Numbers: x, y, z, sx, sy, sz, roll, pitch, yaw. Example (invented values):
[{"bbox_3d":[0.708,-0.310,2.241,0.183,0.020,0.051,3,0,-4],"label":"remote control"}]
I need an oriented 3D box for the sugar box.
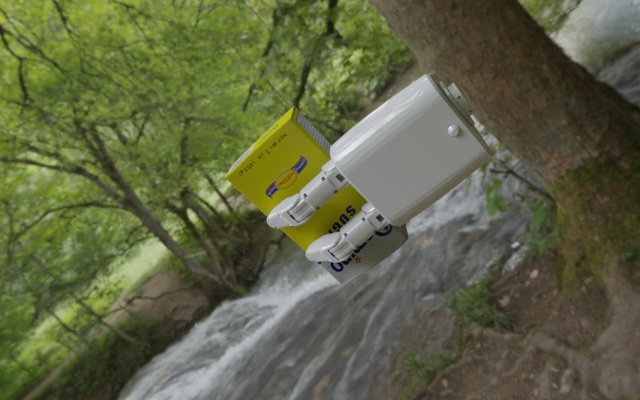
[{"bbox_3d":[0.000,0.002,0.487,0.093,0.176,0.048,-39,18,20],"label":"sugar box"}]
